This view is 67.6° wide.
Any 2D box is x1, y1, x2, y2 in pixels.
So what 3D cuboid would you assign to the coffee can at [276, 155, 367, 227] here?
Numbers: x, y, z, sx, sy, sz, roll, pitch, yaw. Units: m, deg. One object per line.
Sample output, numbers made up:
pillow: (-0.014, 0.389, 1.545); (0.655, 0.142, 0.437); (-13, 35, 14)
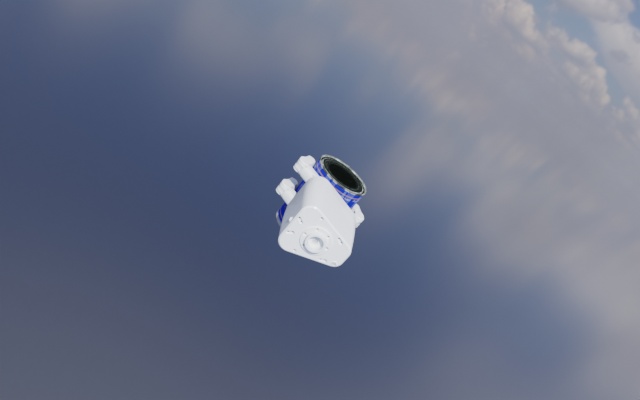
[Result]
coffee can: (0.000, 0.003, 0.866); (0.140, 0.102, 0.103); (-50, -26, 24)
